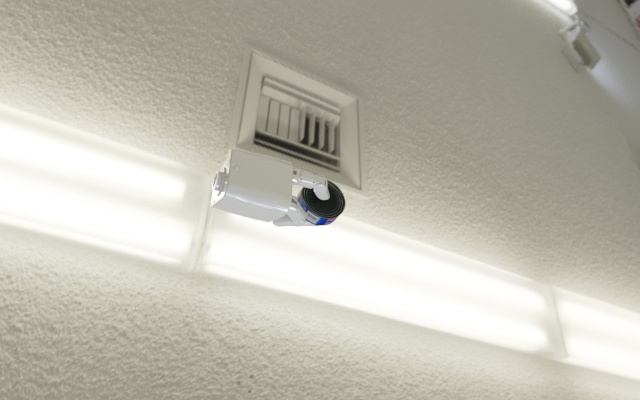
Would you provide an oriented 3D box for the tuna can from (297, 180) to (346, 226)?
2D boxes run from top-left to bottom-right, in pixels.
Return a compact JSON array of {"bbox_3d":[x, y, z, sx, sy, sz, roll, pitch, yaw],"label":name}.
[{"bbox_3d":[0.000,0.003,0.869,0.086,0.086,0.034,0,-31,-28],"label":"tuna can"}]
